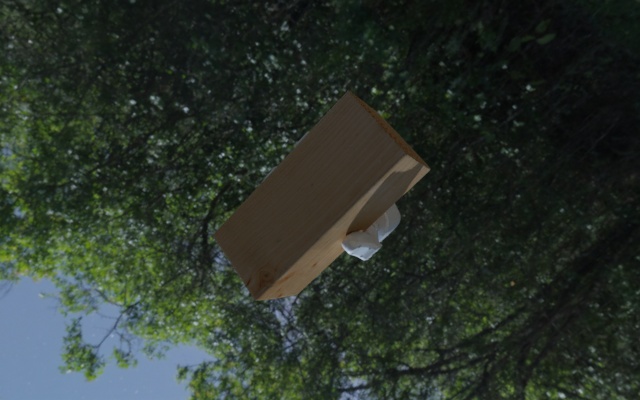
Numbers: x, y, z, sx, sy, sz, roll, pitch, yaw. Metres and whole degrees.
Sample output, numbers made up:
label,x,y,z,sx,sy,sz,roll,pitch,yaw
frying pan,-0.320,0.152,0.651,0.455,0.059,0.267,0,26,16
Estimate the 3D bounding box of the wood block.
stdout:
label,x,y,z,sx,sy,sz,roll,pitch,yaw
wood block,0.000,0.002,0.497,0.206,0.090,0.090,-45,-23,16
